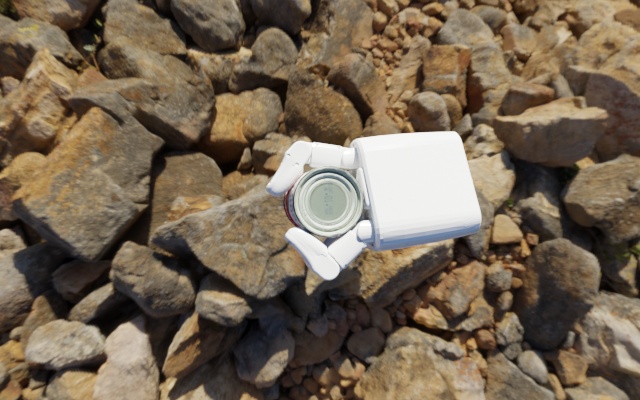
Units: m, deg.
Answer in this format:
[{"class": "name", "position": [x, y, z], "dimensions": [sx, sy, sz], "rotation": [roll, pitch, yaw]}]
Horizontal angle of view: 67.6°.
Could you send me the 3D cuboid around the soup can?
[{"class": "soup can", "position": [0.000, 0.002, 0.484], "dimensions": [0.068, 0.068, 0.102], "rotation": [0, 0, -9]}]
